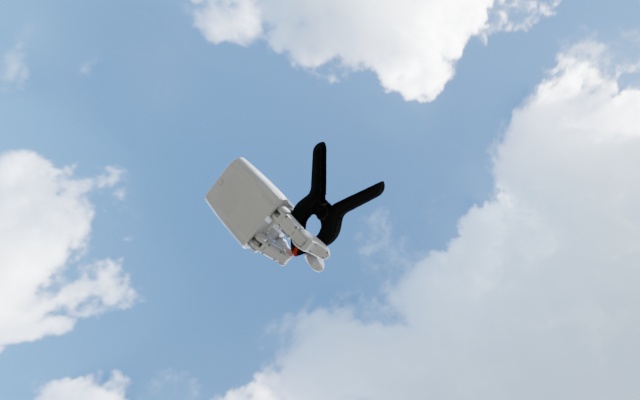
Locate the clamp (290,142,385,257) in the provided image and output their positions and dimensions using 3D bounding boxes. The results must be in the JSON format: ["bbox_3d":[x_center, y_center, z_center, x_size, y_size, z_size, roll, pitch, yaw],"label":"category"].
[{"bbox_3d":[0.000,0.003,0.705,0.120,0.171,0.039,46,14,20],"label":"clamp"}]
